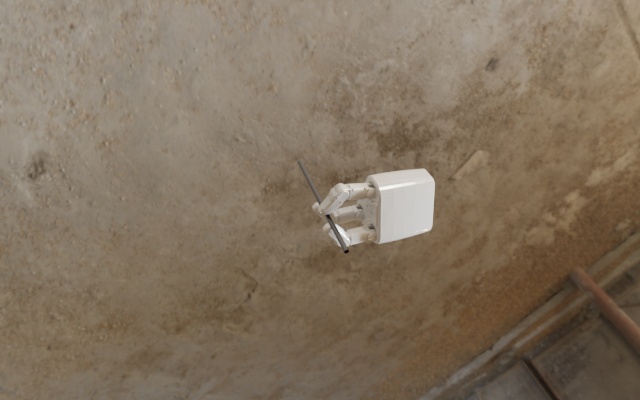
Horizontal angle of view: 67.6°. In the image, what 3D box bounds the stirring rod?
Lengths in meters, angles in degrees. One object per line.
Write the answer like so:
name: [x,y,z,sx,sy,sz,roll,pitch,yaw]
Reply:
stirring rod: [0.000,0.003,0.804,0.011,0.011,0.239,0,38,-25]
